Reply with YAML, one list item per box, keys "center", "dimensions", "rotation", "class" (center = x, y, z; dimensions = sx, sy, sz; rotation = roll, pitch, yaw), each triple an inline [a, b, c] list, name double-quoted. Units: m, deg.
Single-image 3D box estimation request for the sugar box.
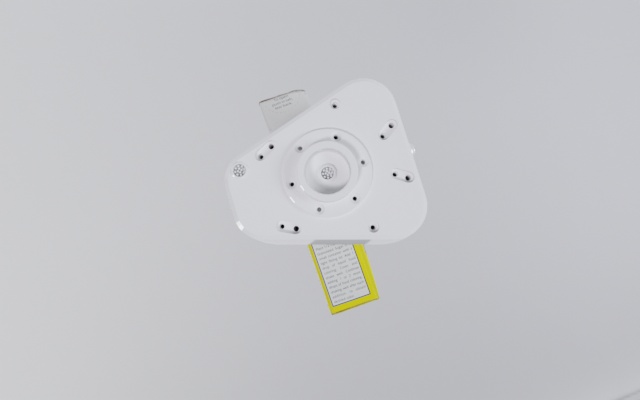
- center: [0.001, 0.001, 0.411]
  dimensions: [0.048, 0.176, 0.093]
  rotation: [-17, -4, 1]
  class: "sugar box"
